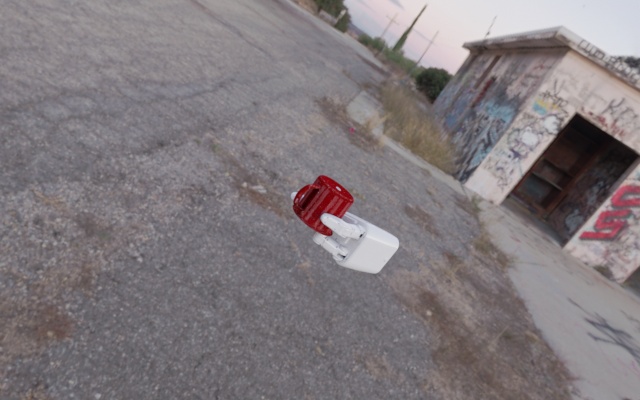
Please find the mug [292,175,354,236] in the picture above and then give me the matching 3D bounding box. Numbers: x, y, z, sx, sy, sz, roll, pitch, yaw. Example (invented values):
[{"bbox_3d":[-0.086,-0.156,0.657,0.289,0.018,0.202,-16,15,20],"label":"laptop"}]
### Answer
[{"bbox_3d":[-0.001,0.002,0.882,0.117,0.081,0.093,24,19,-42],"label":"mug"}]
